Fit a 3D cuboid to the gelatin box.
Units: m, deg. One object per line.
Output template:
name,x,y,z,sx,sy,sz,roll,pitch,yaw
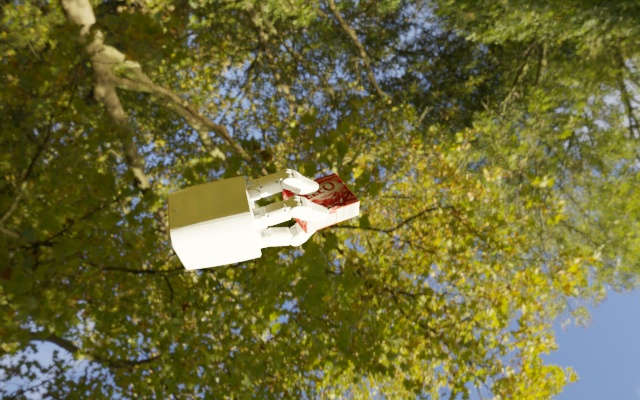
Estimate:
gelatin box,0.000,0.002,0.684,0.089,0.030,0.073,-19,45,-20
